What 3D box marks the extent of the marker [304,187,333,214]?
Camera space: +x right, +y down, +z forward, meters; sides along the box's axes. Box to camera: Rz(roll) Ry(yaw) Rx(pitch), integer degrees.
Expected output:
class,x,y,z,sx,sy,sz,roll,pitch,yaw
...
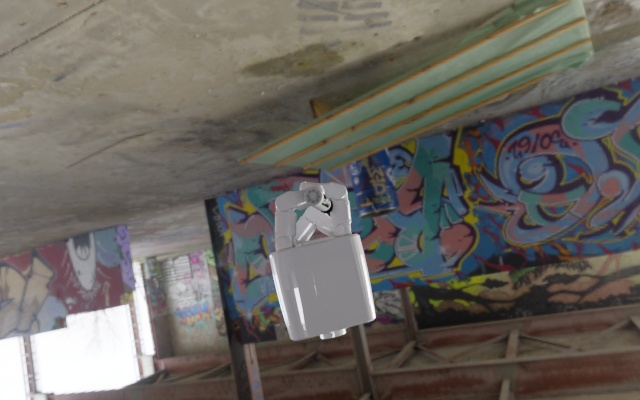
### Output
class,x,y,z,sx,sy,sz,roll,pitch,yaw
marker,0.000,0.002,0.539,0.020,0.020,0.121,0,-6,7
